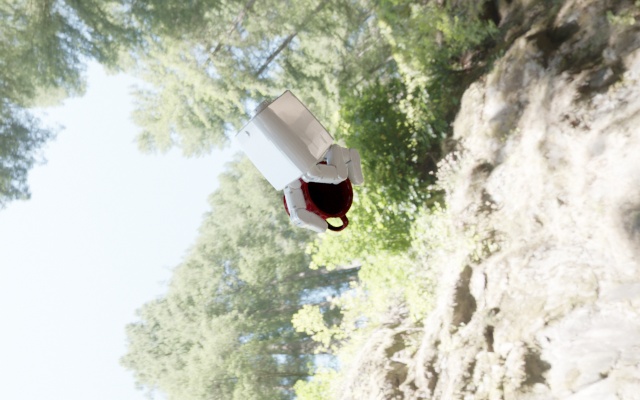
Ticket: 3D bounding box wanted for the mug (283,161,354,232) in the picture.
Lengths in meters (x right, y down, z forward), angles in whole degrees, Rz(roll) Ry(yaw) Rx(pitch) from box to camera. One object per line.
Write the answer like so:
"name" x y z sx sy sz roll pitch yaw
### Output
"mug" 0.001 0.004 0.774 0.081 0.117 0.093 -26 16 52
